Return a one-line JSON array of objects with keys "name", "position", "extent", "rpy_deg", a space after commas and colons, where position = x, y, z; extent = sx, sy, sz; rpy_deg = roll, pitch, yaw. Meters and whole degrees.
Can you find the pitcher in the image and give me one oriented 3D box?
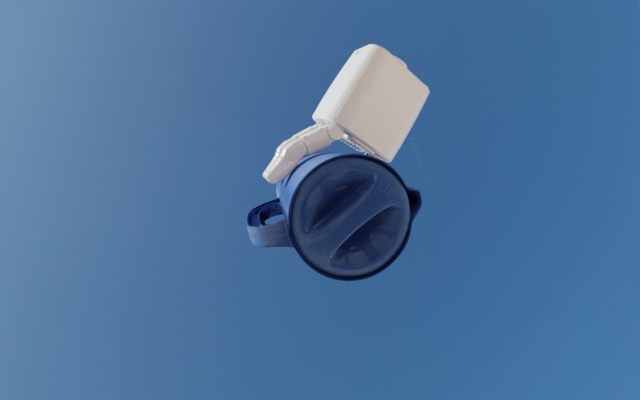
[{"name": "pitcher", "position": [0.000, 0.002, 0.594], "extent": [0.149, 0.145, 0.243], "rpy_deg": [31, 2, -15]}]
